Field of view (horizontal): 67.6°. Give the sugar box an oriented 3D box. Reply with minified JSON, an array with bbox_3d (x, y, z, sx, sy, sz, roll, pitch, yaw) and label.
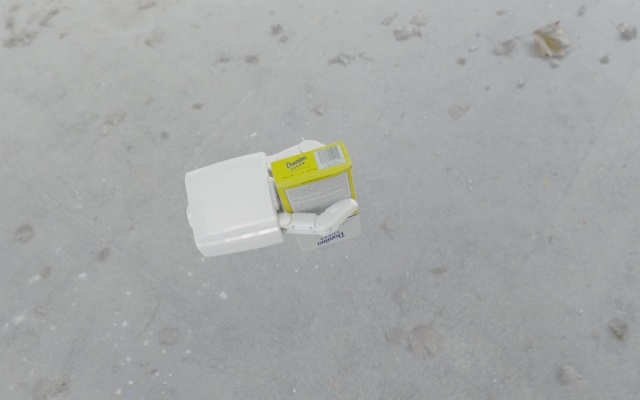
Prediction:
[{"bbox_3d":[0.000,0.002,0.632,0.093,0.048,0.176,-16,-30,-1],"label":"sugar box"}]
